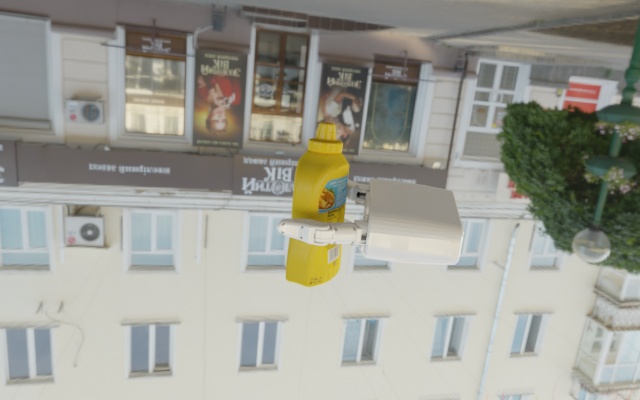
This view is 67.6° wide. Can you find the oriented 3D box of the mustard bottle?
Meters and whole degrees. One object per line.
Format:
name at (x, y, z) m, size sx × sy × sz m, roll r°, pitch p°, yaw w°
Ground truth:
mustard bottle at (0.000, 0.002, 0.582) m, size 0.058 × 0.192 × 0.096 m, roll 13°, pitch 16°, yaw 26°
